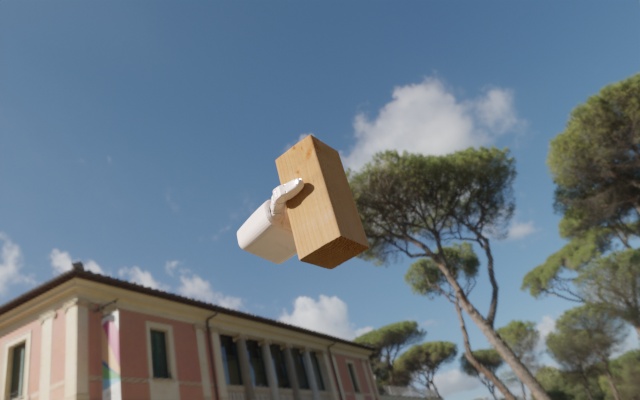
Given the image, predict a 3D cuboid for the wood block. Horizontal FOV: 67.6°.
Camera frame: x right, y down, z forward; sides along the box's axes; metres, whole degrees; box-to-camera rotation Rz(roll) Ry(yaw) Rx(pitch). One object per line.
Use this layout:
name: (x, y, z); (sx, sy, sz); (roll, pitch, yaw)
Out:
wood block: (0.000, 0.003, 0.832); (0.090, 0.206, 0.091); (-33, -34, 26)
